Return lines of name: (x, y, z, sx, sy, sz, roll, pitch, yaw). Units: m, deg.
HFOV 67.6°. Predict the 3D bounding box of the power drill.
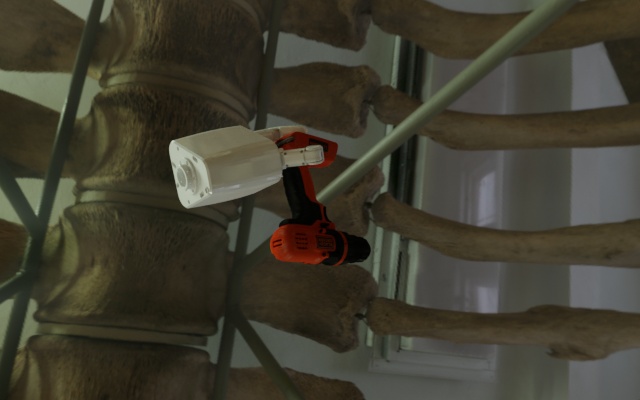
power drill: (0.000, 0.002, 0.699, 0.057, 0.187, 0.184, -22, -22, 38)
